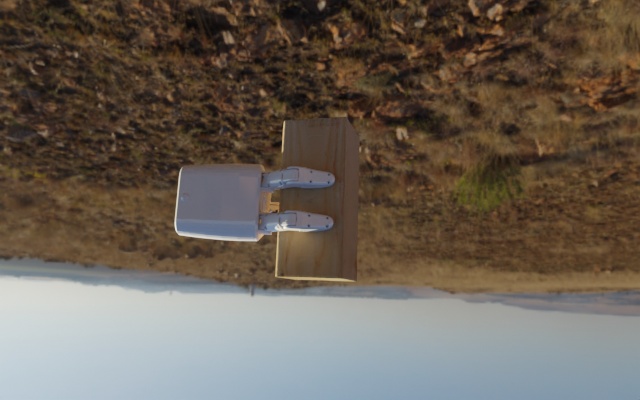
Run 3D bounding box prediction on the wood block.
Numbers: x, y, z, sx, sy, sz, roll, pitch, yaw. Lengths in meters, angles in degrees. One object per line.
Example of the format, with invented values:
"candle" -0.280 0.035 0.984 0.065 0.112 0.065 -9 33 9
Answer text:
"wood block" 0.000 0.002 0.644 0.090 0.206 0.091 -1 -12 15
